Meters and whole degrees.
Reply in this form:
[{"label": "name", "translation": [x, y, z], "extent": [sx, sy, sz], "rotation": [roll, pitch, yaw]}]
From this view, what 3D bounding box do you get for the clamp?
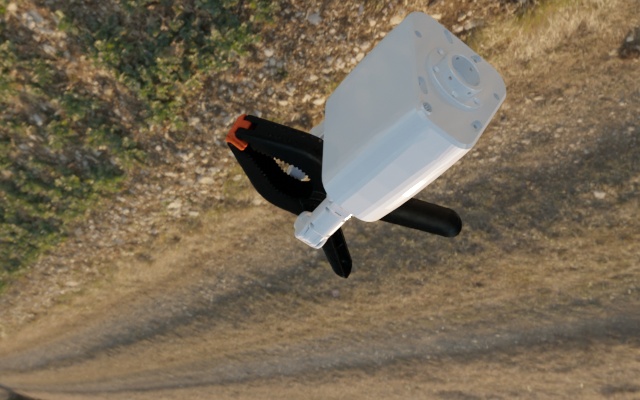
[{"label": "clamp", "translation": [0.000, 0.002, 0.446], "extent": [0.210, 0.036, 0.165], "rotation": [33, -40, -14]}]
